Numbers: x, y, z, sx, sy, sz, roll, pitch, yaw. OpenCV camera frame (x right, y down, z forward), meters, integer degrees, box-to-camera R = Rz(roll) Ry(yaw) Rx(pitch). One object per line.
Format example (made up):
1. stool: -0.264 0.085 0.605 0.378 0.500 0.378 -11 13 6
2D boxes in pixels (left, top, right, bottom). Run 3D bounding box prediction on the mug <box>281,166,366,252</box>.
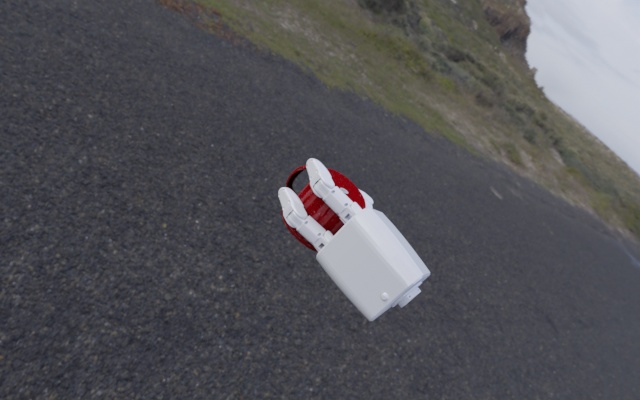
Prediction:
1. mug: -0.001 0.001 0.656 0.081 0.117 0.093 -48 -17 25
